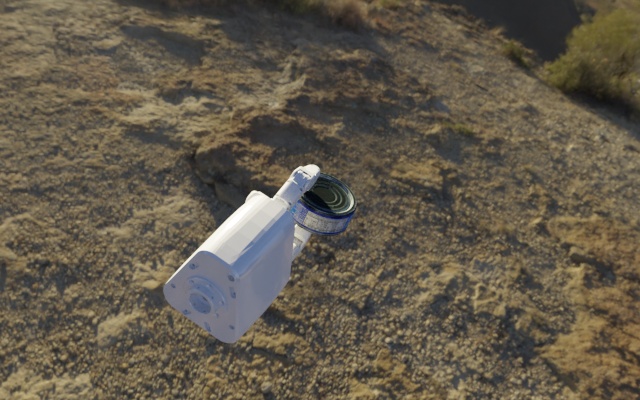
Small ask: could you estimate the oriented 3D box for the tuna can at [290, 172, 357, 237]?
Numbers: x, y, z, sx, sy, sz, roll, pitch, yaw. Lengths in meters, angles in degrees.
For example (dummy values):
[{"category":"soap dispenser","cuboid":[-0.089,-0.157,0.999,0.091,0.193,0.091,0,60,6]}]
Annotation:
[{"category":"tuna can","cuboid":[0.000,0.001,0.582,0.086,0.034,0.086,17,35,-12]}]
